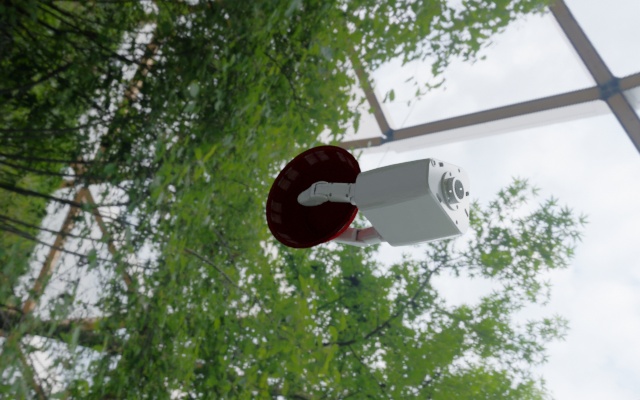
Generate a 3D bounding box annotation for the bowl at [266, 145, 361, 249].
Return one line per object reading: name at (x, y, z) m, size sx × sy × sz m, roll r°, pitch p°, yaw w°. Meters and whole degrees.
bowl at (-0.001, 0.002, 0.696) m, size 0.162 × 0.162 × 0.055 m, roll 0°, pitch -24°, yaw 34°
